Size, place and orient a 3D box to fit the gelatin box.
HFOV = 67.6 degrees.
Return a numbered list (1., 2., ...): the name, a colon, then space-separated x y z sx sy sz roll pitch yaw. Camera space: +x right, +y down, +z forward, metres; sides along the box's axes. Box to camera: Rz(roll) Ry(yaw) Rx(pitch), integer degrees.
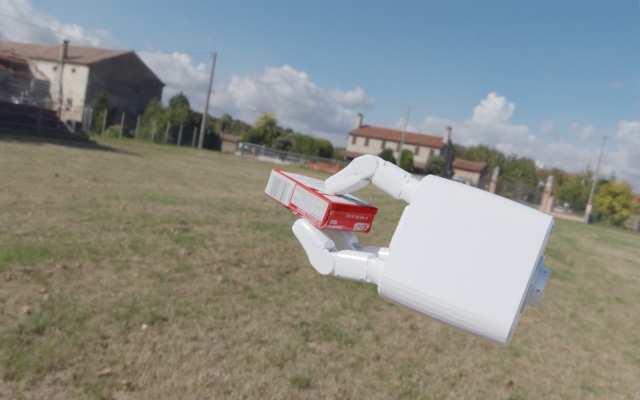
1. gelatin box: 0.000 0.001 0.473 0.089 0.030 0.073 30 13 38
